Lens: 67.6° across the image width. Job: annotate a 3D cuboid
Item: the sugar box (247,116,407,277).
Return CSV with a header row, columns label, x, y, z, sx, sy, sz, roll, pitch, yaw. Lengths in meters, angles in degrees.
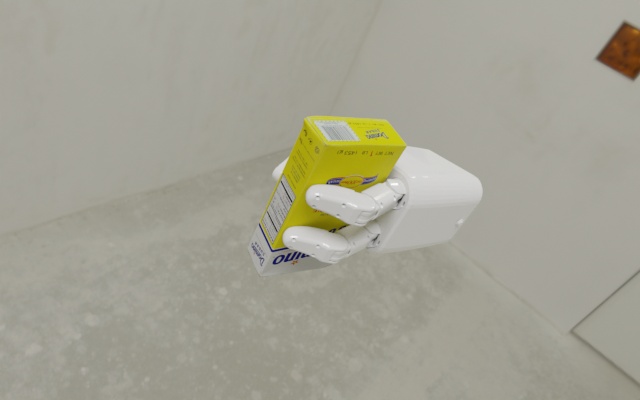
label,x,y,z,sx,sy,sz,roll,pitch,yaw
sugar box,0.000,0.002,0.462,0.093,0.176,0.048,-3,45,-33
